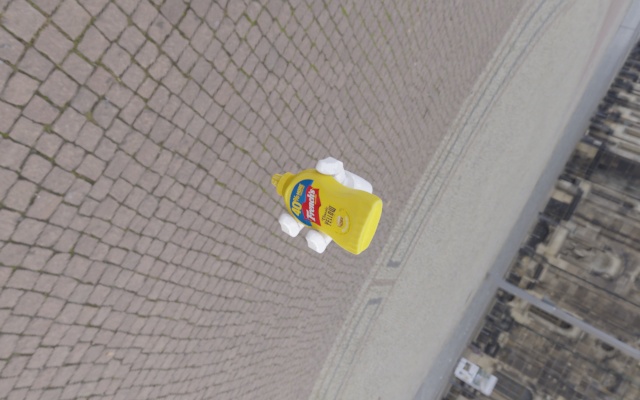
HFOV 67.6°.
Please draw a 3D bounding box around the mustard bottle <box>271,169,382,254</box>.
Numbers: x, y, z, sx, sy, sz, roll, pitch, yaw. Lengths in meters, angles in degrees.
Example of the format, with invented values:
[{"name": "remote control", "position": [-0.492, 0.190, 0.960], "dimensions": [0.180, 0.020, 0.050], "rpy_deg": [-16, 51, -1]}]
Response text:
[{"name": "mustard bottle", "position": [0.000, 0.003, 0.768], "dimensions": [0.191, 0.096, 0.058], "rpy_deg": [28, 31, 24]}]
